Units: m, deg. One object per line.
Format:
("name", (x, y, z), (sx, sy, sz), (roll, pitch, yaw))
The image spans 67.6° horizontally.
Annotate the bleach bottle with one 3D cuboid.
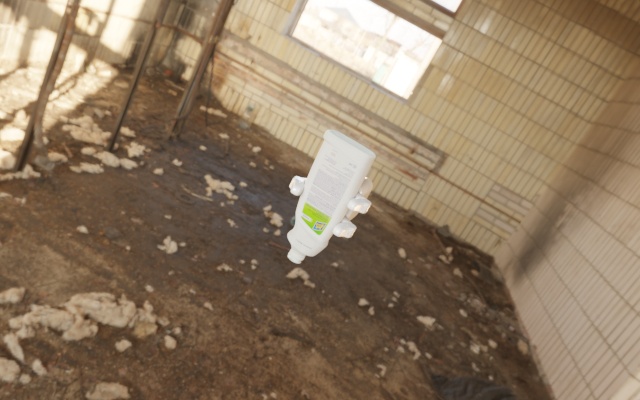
("bleach bottle", (0.000, 0.003, 0.882), (0.102, 0.251, 0.068), (33, 18, 14))
